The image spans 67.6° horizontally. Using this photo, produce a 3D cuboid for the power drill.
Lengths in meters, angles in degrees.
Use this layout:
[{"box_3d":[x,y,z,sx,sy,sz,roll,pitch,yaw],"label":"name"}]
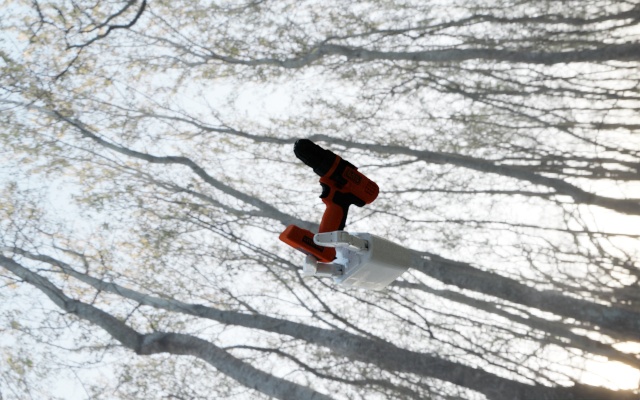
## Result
[{"box_3d":[0.000,0.003,0.855,0.184,0.187,0.057,32,-16,-14],"label":"power drill"}]
